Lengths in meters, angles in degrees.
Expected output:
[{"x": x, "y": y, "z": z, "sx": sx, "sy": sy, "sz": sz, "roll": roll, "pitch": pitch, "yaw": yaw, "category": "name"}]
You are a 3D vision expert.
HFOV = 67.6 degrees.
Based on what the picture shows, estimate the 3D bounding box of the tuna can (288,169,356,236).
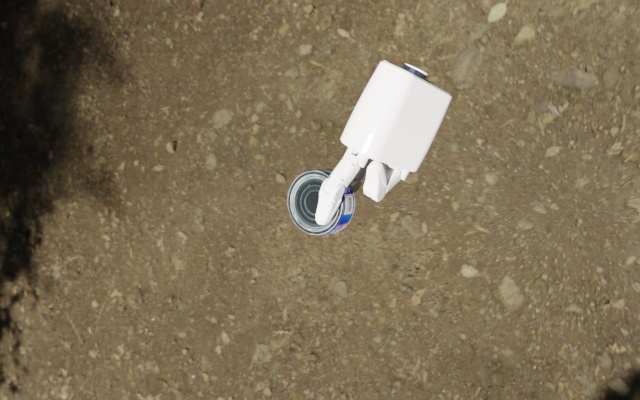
[{"x": 0.000, "y": 0.002, "z": 0.618, "sx": 0.086, "sy": 0.086, "sz": 0.034, "roll": 0, "pitch": 4, "yaw": 31, "category": "tuna can"}]
